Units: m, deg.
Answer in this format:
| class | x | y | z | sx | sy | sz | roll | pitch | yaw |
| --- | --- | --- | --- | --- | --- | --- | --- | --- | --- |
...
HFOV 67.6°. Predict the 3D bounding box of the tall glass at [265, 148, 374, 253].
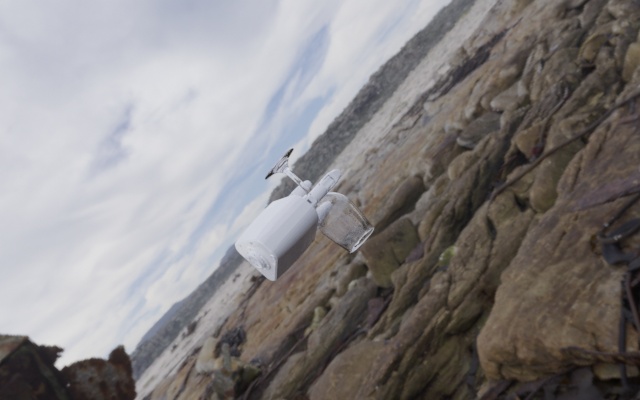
| class | x | y | z | sx | sy | sz | roll | pitch | yaw |
| --- | --- | --- | --- | --- | --- | --- | --- | --- | --- |
| tall glass | 0.000 | 0.002 | 0.837 | 0.201 | 0.079 | 0.079 | 42 | 0 | 0 |
